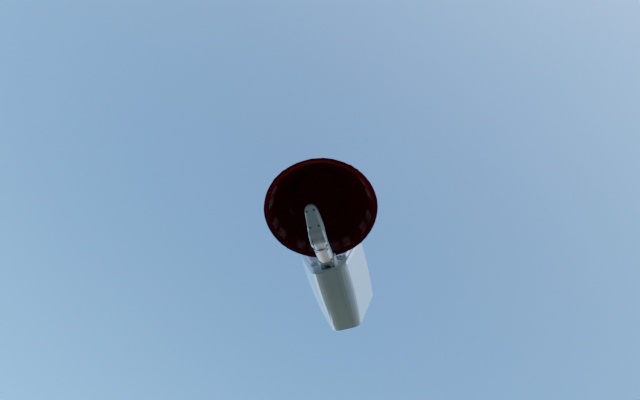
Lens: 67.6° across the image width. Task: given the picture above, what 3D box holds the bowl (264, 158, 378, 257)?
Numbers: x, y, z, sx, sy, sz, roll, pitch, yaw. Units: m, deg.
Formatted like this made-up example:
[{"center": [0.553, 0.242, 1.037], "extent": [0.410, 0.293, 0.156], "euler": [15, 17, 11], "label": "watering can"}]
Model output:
[{"center": [0.000, 0.001, 0.696], "extent": [0.162, 0.162, 0.055], "euler": [0, 29, -1], "label": "bowl"}]
